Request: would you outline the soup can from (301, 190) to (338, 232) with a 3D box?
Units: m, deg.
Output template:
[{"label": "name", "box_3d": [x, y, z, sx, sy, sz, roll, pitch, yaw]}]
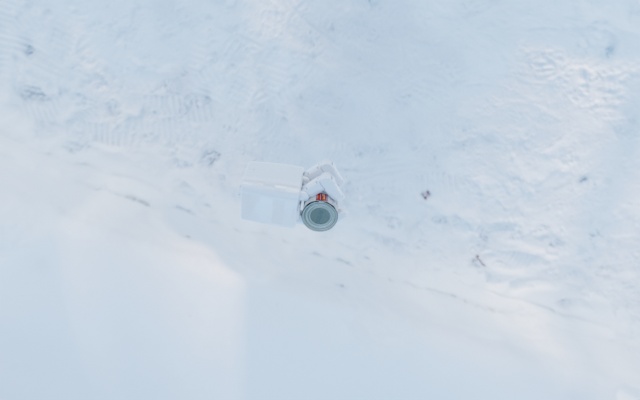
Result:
[{"label": "soup can", "box_3d": [0.001, 0.003, 0.894, 0.068, 0.068, 0.102, 0, 32, 2]}]
